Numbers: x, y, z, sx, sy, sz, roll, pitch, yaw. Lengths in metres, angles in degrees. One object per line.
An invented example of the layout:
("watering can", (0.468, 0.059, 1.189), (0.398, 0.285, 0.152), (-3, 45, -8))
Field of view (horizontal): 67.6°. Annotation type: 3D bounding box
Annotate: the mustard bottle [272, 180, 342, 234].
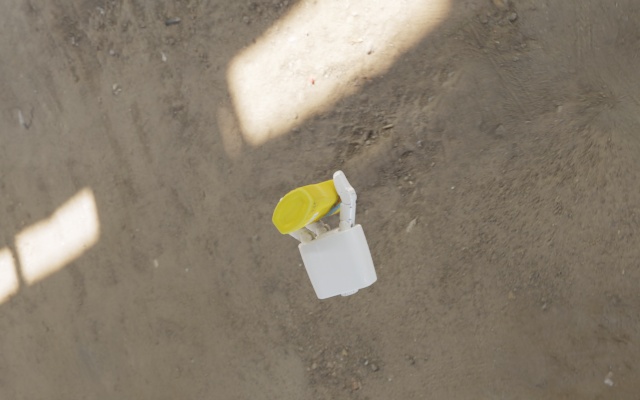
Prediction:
("mustard bottle", (0.000, 0.003, 0.871), (0.096, 0.058, 0.191), (-48, -16, 29))
